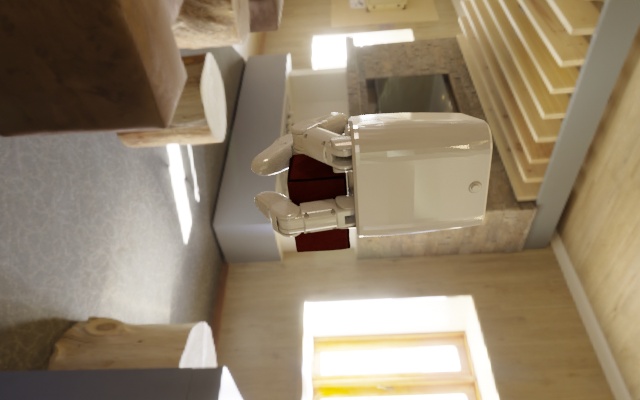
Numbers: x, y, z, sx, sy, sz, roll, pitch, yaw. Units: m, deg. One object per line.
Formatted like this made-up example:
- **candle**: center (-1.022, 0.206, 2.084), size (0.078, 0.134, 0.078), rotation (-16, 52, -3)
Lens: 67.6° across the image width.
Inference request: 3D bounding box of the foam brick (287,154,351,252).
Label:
- **foam brick**: center (0.000, 0.002, 0.439), size (0.051, 0.078, 0.053), rotation (-4, 32, 2)
